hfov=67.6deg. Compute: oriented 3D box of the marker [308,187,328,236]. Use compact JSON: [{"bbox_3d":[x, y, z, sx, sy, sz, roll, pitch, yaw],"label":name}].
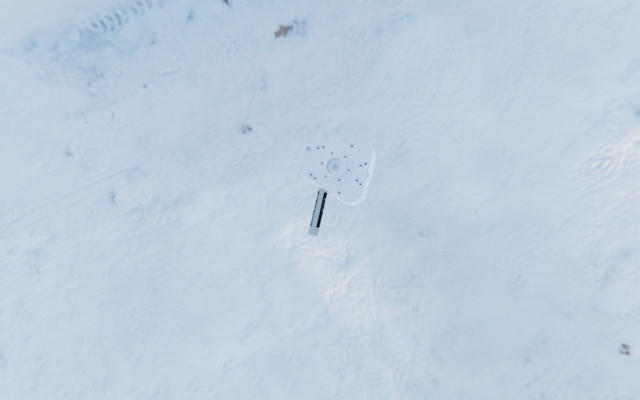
[{"bbox_3d":[0.000,0.003,0.847,0.020,0.121,0.020,13,2,-1],"label":"marker"}]
